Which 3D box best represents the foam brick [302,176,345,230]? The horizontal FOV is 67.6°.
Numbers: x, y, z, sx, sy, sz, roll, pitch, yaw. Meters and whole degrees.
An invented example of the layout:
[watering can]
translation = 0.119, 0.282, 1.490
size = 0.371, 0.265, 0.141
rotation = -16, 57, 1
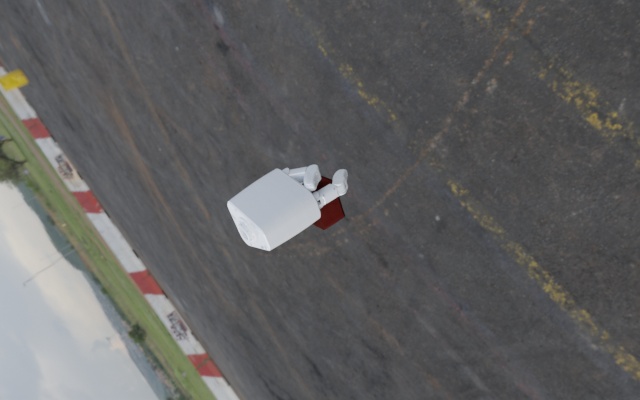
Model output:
[foam brick]
translation = 0.000, 0.003, 0.838
size = 0.051, 0.078, 0.053
rotation = -35, 35, -25
